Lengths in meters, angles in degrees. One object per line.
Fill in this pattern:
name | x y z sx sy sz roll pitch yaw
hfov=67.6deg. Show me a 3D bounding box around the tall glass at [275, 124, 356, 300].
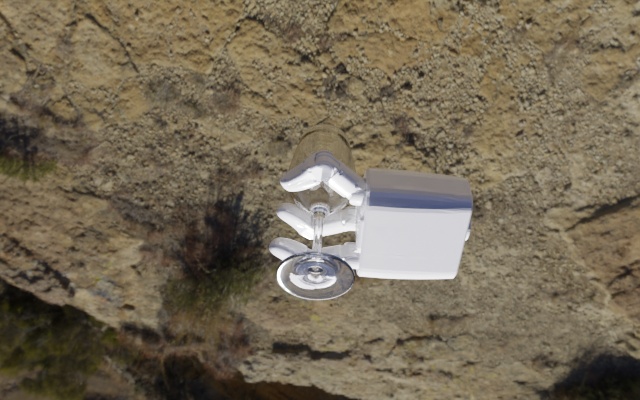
tall glass | 0.000 0.002 0.513 0.079 0.200 0.079 2 -45 2
